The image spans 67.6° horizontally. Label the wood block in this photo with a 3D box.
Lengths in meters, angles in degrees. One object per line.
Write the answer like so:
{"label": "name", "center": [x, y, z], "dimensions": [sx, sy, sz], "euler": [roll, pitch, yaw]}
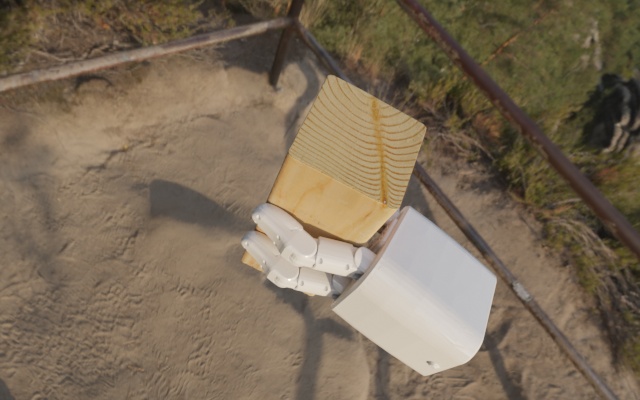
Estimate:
{"label": "wood block", "center": [0.001, 0.001, 0.437], "dimensions": [0.090, 0.090, 0.206], "euler": [27, -33, -4]}
